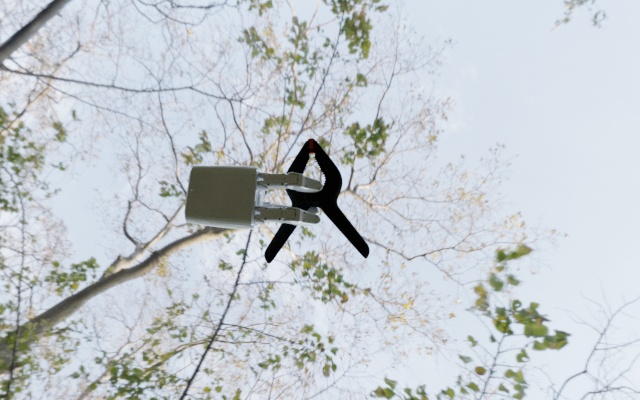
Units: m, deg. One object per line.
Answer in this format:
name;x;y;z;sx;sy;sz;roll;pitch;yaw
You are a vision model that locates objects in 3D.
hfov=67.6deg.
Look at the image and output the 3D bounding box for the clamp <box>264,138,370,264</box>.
clamp;0.000;0.002;0.772;0.164;0.210;0.036;4;-16;-1
